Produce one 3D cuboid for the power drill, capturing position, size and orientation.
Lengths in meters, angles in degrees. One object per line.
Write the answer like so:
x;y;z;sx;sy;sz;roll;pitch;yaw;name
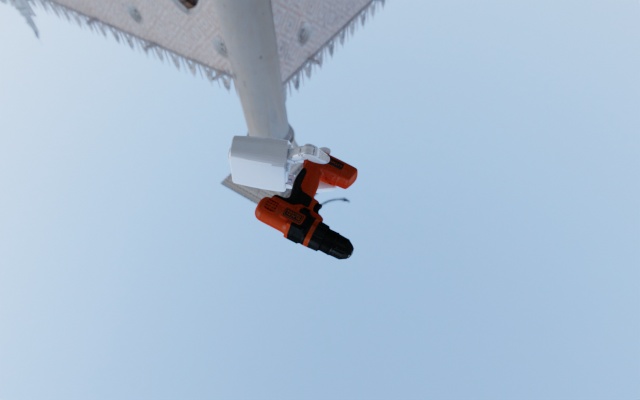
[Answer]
0.000;0.002;0.863;0.184;0.187;0.057;27;-38;4;power drill
